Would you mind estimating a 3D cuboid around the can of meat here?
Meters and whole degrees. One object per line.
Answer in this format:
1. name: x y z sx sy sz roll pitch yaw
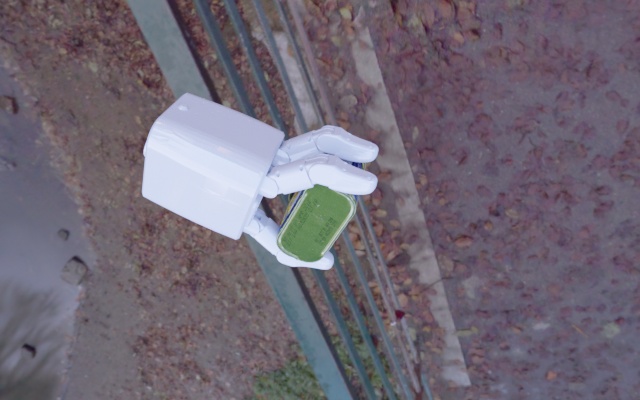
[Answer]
1. can of meat: 0.000 0.002 0.482 0.057 0.102 0.084 27 33 -8
